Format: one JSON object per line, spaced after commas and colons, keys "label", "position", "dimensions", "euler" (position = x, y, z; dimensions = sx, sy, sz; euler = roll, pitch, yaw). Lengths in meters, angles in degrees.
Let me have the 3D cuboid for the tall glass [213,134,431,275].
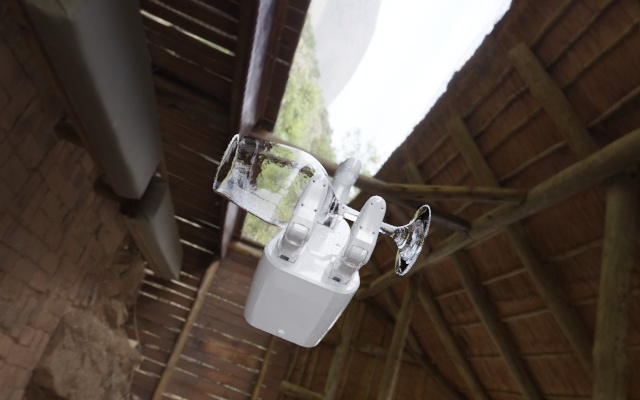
{"label": "tall glass", "position": [0.001, 0.002, 0.468], "dimensions": [0.201, 0.079, 0.079], "euler": [23, -1, -3]}
